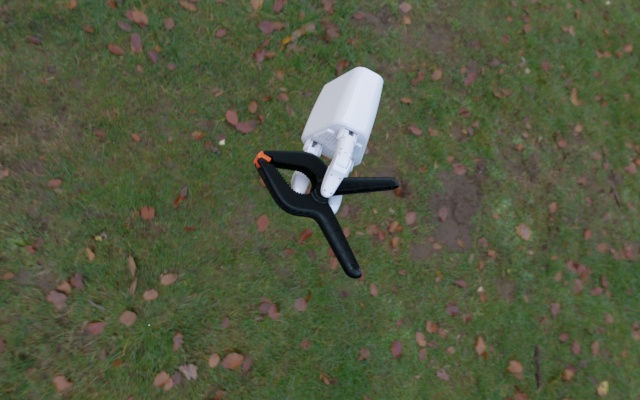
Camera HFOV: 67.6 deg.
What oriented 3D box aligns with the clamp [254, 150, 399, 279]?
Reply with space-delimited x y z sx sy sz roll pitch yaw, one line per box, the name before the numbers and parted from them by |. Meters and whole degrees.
clamp | 0.000 0.001 0.658 0.210 0.164 0.036 24 -25 -12
